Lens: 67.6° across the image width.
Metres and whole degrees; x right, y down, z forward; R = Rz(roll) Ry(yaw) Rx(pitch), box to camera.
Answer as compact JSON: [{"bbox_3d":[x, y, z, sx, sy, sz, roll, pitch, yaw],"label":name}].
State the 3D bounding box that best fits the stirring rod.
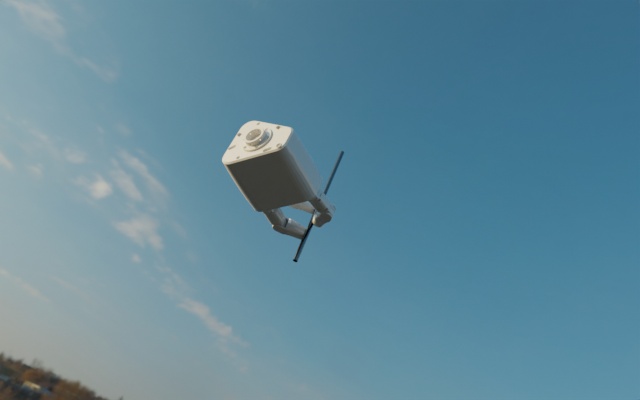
[{"bbox_3d":[0.000,0.003,0.811,0.011,0.239,0.011,16,-35,11],"label":"stirring rod"}]
